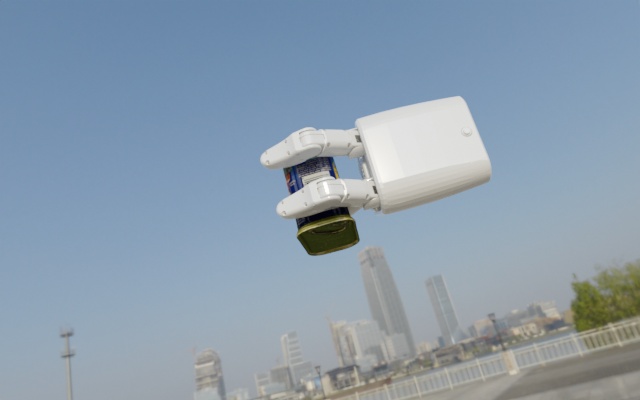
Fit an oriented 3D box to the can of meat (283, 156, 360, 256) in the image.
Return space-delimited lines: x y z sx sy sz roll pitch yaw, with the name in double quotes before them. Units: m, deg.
"can of meat" 0.000 0.001 0.490 0.057 0.084 0.102 -16 -21 3
